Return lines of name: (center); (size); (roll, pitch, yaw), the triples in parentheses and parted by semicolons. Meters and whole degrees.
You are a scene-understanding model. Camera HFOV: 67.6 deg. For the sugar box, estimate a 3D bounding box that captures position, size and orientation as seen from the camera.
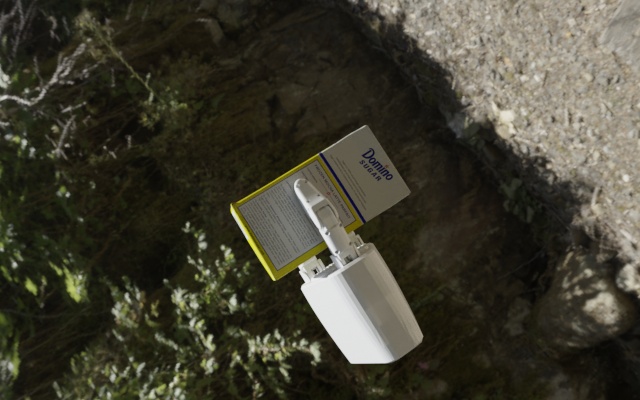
sugar box: (0.000, 0.002, 0.524); (0.176, 0.093, 0.048); (-31, -4, -14)
